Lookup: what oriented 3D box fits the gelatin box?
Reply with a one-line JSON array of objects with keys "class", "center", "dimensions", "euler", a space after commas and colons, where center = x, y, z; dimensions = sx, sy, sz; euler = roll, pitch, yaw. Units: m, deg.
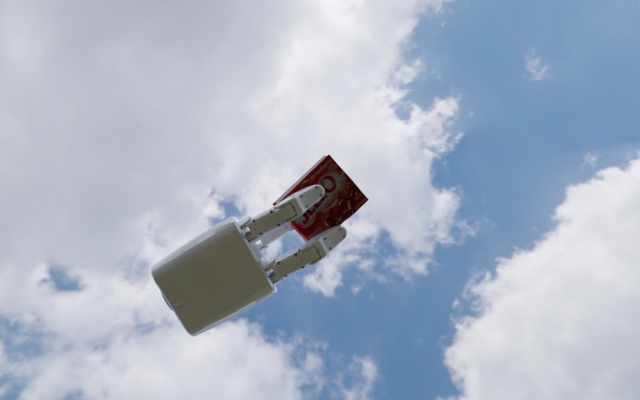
[{"class": "gelatin box", "center": [0.000, 0.002, 0.563], "dimensions": [0.089, 0.073, 0.030], "euler": [-44, 11, -8]}]
